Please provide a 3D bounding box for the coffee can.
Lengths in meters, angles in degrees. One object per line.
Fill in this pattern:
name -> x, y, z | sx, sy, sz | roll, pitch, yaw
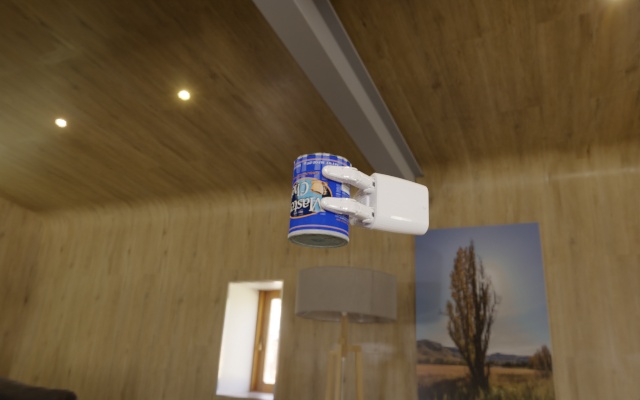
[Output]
coffee can -> 0.000, 0.003, 0.822 | 0.103, 0.140, 0.103 | 3, -18, 1
